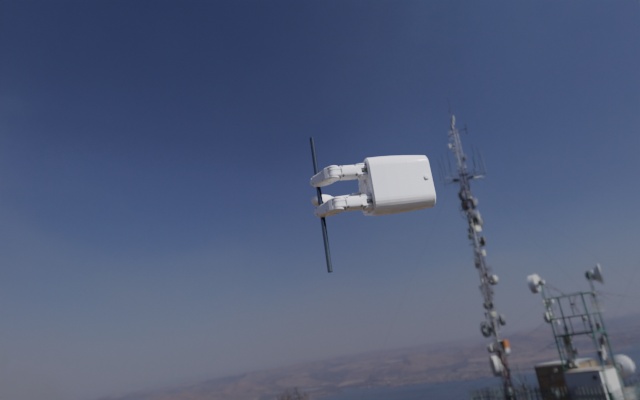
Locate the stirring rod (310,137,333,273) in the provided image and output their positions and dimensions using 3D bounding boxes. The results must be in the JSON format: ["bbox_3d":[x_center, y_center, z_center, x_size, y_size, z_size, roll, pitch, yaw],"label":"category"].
[{"bbox_3d":[0.000,0.003,0.811,0.011,0.239,0.011,-7,-18,-2],"label":"stirring rod"}]
